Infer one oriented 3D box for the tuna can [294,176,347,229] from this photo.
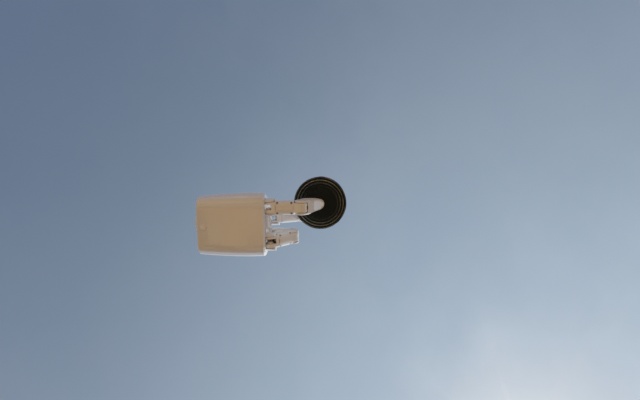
[{"bbox_3d":[0.000,0.003,0.792,0.086,0.086,0.034,0,5,3],"label":"tuna can"}]
